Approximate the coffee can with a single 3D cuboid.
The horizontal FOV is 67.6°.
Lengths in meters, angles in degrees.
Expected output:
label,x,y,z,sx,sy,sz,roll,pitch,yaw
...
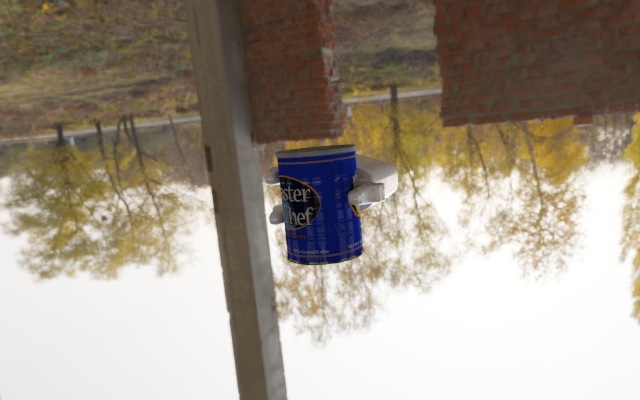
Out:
label,x,y,z,sx,sy,sz,roll,pitch,yaw
coffee can,0.000,0.002,0.619,0.103,0.140,0.103,-5,9,1
